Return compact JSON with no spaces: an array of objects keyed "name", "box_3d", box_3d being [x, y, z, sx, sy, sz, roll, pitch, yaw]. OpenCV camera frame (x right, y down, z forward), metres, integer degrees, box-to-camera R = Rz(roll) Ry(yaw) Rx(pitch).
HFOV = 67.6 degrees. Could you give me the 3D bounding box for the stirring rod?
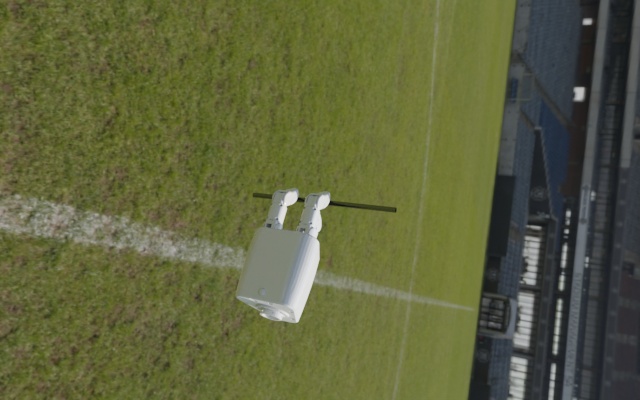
[{"name":"stirring rod","box_3d":[0.000,0.003,0.747,0.239,0.011,0.011,6,2,22]}]
